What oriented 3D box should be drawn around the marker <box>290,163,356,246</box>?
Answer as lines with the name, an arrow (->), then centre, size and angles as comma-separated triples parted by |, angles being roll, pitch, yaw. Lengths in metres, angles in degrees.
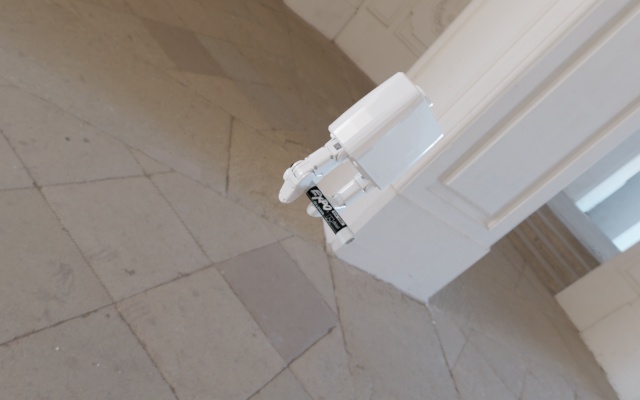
marker -> 0.000, 0.002, 0.569 | 0.020, 0.121, 0.020 | -32, -21, -14
